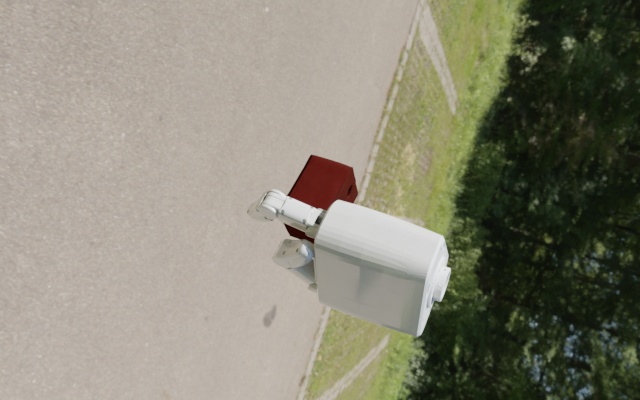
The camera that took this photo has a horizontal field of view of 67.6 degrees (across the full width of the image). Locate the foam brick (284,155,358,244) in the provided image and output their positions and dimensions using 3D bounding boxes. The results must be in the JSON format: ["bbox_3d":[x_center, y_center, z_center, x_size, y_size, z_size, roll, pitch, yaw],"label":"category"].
[{"bbox_3d":[0.000,0.001,0.502,0.051,0.078,0.053,16,-28,23],"label":"foam brick"}]
